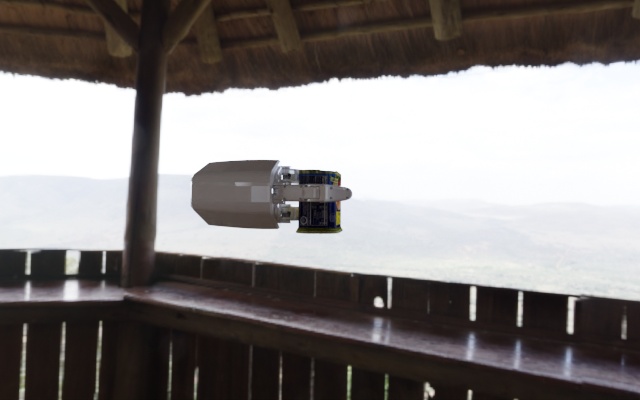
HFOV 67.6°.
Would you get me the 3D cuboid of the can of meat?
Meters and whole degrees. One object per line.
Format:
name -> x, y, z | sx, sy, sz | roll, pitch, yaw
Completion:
can of meat -> 0.000, 0.002, 0.661 | 0.057, 0.084, 0.102 | 0, -1, 7
